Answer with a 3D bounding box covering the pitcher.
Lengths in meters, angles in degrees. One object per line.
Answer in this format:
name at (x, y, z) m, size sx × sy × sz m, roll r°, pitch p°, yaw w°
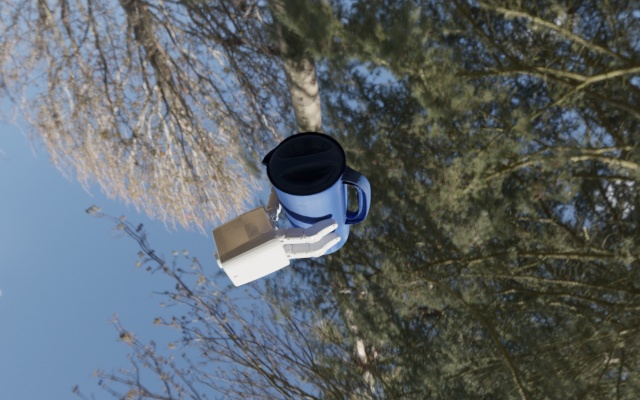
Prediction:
pitcher at (0.000, 0.003, 0.872) m, size 0.145 × 0.149 × 0.243 m, roll -26°, pitch -33°, yaw -8°
